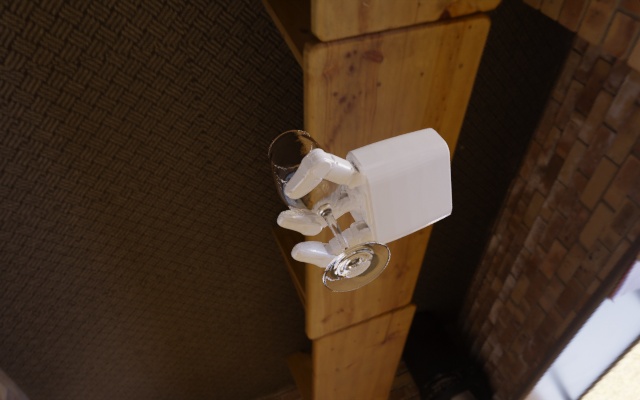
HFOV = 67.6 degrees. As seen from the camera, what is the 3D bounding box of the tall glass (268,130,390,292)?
[{"bbox_3d":[0.000,0.002,0.543,0.079,0.079,0.201,0,42,-31],"label":"tall glass"}]
